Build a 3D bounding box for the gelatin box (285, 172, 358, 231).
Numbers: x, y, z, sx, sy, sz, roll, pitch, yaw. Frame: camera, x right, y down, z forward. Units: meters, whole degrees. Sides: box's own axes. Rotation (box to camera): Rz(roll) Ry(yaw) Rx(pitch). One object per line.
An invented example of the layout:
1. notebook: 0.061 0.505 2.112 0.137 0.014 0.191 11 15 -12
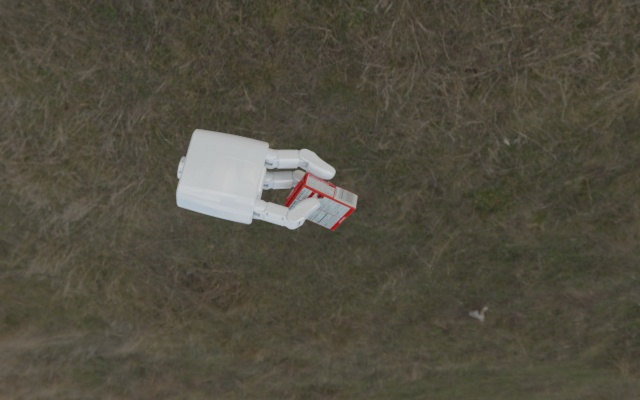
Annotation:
1. gelatin box: 0.000 0.003 0.717 0.089 0.030 0.073 24 -39 -14
